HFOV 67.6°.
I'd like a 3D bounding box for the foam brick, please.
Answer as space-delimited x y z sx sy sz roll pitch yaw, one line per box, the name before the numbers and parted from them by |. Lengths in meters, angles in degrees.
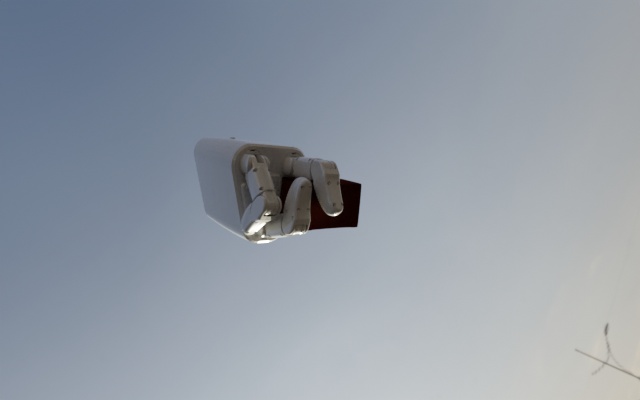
foam brick | 0.000 0.002 0.539 0.078 0.053 0.051 0 11 -40
